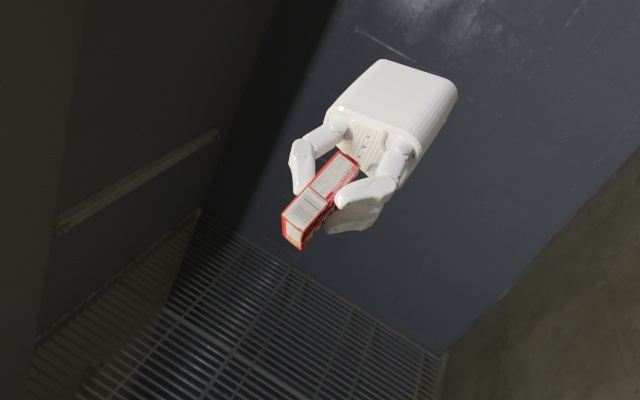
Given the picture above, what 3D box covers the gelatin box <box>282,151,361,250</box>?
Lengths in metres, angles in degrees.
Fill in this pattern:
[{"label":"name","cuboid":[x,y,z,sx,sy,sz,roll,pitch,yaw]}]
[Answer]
[{"label":"gelatin box","cuboid":[-0.001,0.002,0.477,0.030,0.089,0.073,39,-17,9]}]
